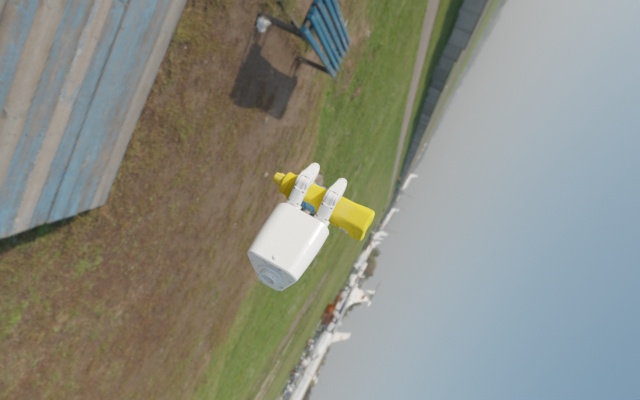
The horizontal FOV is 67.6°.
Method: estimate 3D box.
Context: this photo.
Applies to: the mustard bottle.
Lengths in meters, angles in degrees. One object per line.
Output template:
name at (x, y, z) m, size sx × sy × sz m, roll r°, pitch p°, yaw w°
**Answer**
mustard bottle at (0.001, 0.003, 0.850) m, size 0.191 × 0.058 × 0.096 m, roll 28°, pitch -6°, yaw 8°
